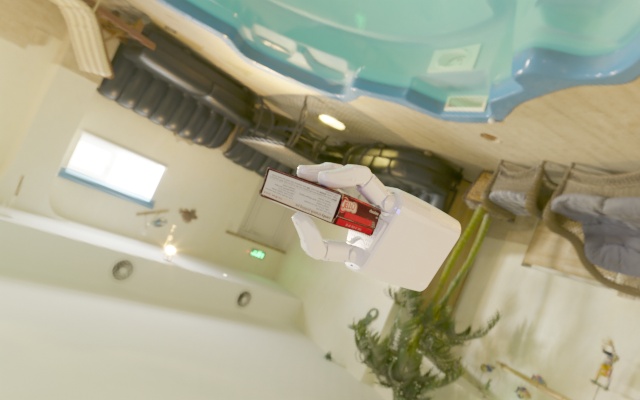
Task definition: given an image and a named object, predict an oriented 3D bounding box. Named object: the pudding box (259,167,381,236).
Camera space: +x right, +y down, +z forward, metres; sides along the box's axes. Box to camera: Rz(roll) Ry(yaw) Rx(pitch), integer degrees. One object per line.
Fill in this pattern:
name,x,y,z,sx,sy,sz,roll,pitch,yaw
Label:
pudding box,0.000,0.002,0.547,0.113,0.039,0.090,18,-2,35
